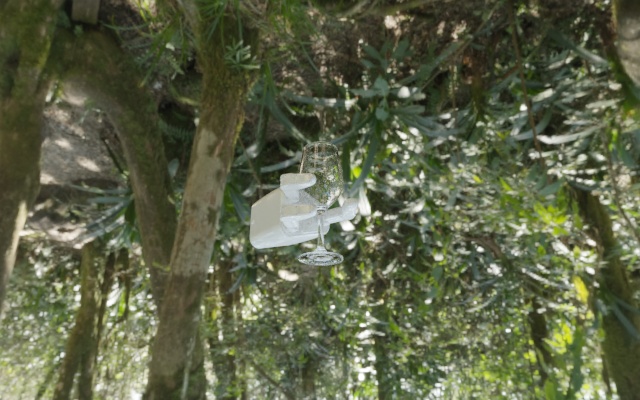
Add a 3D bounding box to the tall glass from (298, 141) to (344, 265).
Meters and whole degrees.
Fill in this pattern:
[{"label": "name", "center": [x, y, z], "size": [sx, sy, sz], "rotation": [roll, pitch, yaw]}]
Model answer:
[{"label": "tall glass", "center": [0.000, 0.003, 0.804], "size": [0.079, 0.201, 0.079], "rotation": [0, -22, 0]}]
